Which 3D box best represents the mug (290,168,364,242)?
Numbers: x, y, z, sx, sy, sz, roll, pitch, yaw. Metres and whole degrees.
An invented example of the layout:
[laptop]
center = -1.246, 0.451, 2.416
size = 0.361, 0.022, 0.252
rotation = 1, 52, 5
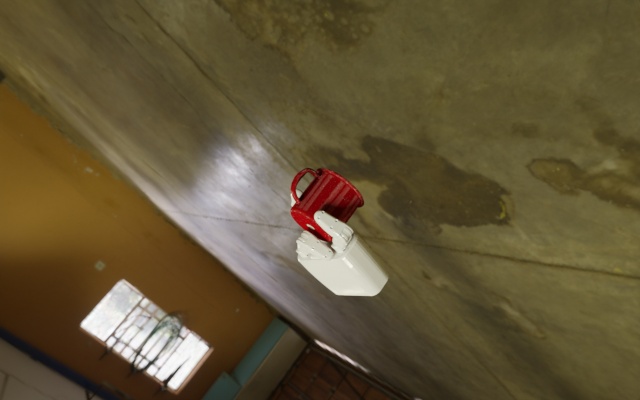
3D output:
[mug]
center = -0.001, 0.002, 0.736
size = 0.117, 0.081, 0.093
rotation = 47, -20, -28
